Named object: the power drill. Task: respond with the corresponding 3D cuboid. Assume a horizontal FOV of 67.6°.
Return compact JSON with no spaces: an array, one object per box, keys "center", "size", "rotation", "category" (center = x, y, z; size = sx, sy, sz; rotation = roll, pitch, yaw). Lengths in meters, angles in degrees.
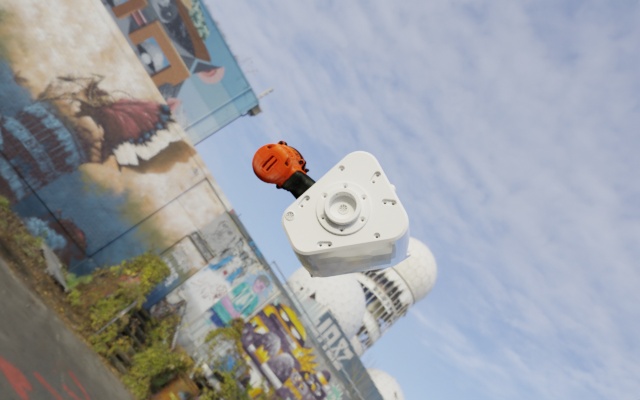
[{"center":[0.000,0.002,0.612],"size":[0.187,0.057,0.184],"rotation":[42,7,2],"category":"power drill"}]
